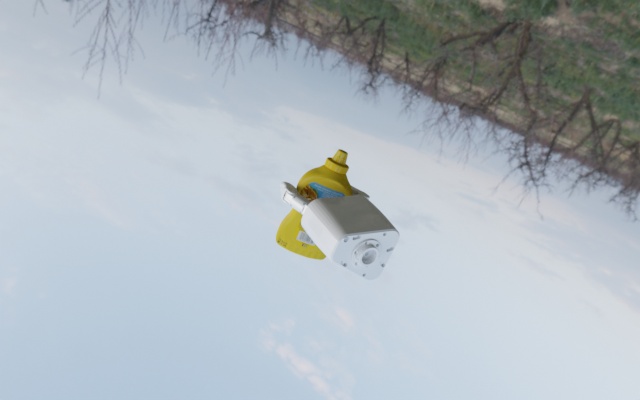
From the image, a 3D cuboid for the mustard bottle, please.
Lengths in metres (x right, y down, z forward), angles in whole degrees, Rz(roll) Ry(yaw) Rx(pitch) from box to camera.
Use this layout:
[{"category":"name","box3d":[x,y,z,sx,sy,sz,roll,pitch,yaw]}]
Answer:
[{"category":"mustard bottle","box3d":[0.000,0.003,0.812,0.096,0.192,0.058,21,18,-9]}]
